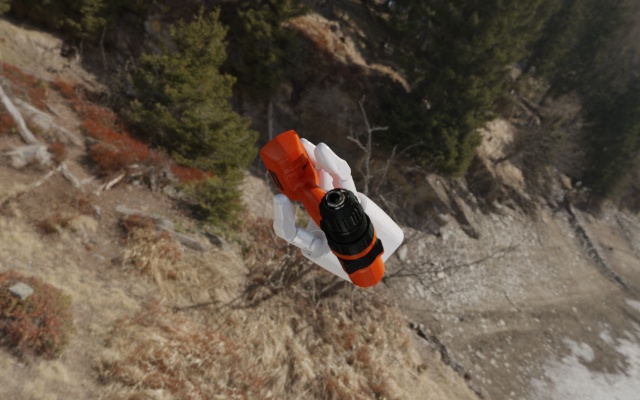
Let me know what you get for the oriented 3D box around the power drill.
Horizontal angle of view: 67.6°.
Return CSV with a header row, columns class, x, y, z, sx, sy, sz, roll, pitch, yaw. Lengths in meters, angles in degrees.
class,x,y,z,sx,sy,sz,roll,pitch,yaw
power drill,0.000,0.002,0.556,0.057,0.187,0.185,-33,-35,-7
